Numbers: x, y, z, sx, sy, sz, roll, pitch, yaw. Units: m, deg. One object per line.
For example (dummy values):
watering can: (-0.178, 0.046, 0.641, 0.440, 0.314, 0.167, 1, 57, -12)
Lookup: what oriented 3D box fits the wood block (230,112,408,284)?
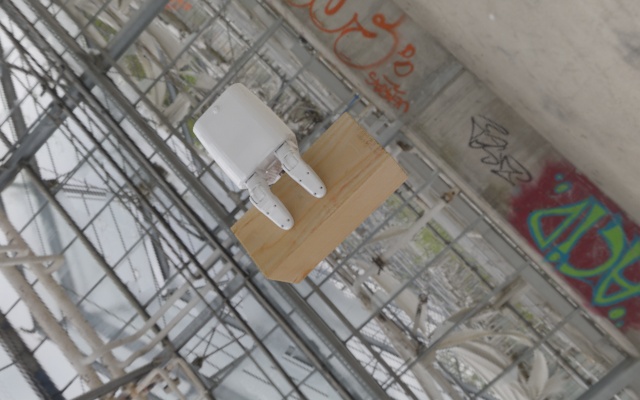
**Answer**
wood block: (0.000, 0.002, 0.611, 0.090, 0.206, 0.091, 49, 9, 25)
